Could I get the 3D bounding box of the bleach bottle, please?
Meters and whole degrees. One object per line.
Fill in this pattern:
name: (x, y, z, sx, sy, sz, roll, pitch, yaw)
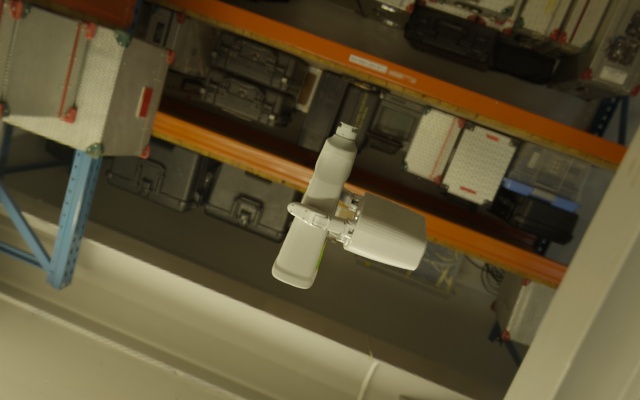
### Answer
bleach bottle: (0.000, 0.002, 0.738, 0.068, 0.251, 0.102, 21, 12, 1)
